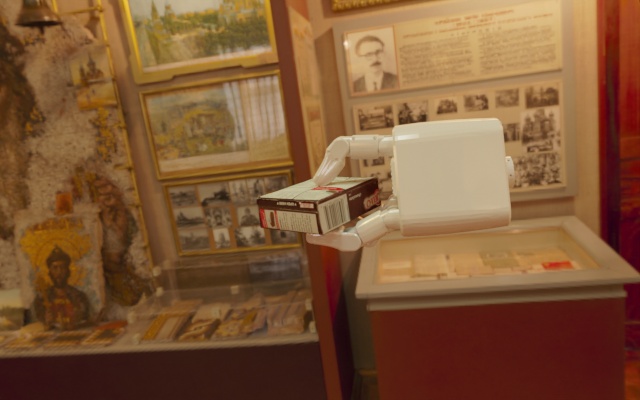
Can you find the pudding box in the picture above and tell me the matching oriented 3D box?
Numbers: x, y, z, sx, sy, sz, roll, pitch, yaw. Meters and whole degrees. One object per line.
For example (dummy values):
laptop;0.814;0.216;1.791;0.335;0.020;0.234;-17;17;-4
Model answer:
pudding box;0.000;0.002;0.531;0.090;0.039;0.113;2;15;39
